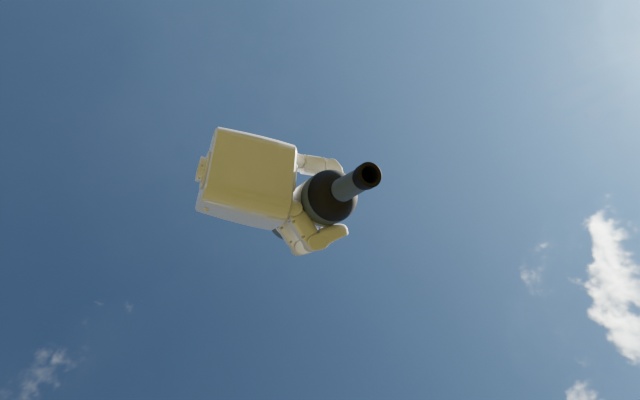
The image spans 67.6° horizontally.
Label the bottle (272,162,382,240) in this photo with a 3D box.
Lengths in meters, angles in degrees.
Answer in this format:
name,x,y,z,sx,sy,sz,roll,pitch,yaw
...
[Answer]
name,x,y,z,sx,sy,sz,roll,pitch,yaw
bottle,0.000,0.002,0.621,0.069,0.069,0.296,0,-11,-20
